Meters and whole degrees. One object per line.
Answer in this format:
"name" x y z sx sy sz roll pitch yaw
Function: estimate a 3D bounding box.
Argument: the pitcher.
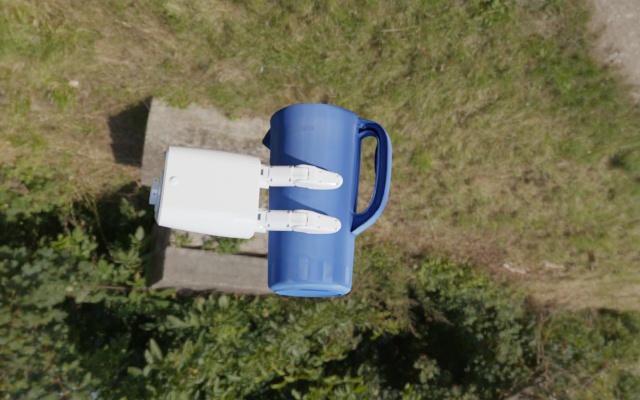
"pitcher" 0.000 0.002 0.638 0.145 0.242 0.149 9 -17 -23
